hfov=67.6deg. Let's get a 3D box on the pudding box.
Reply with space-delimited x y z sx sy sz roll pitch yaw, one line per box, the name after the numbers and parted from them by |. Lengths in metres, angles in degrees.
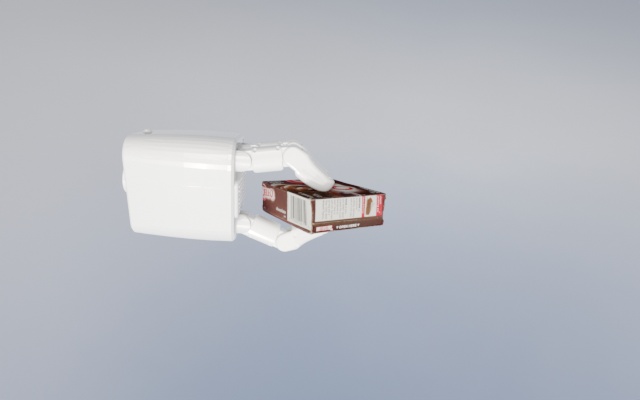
0.000 0.002 0.509 0.090 0.039 0.113 -6 16 -31 | pudding box
